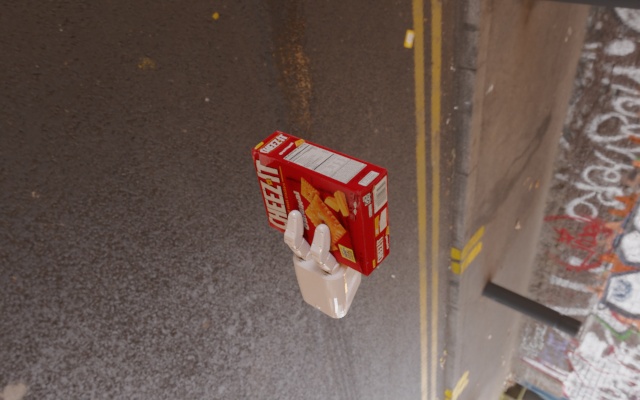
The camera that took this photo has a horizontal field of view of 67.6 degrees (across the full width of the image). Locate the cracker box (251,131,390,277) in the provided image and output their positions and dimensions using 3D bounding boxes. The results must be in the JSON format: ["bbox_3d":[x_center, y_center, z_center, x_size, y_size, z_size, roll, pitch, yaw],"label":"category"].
[{"bbox_3d":[0.000,0.002,0.739,0.213,0.164,0.072,23,48,33],"label":"cracker box"}]
